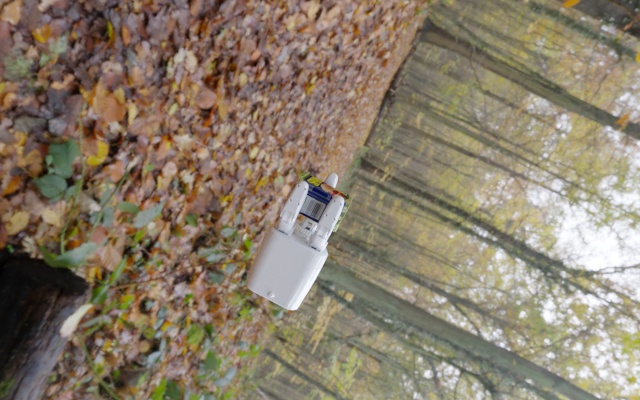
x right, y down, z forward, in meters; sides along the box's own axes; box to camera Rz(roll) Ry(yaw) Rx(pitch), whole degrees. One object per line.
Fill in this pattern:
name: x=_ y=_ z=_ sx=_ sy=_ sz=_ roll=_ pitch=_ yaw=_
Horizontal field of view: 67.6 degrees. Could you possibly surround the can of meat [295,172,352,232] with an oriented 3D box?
can of meat: x=0.000 y=0.002 z=0.736 sx=0.084 sy=0.057 sz=0.102 roll=27 pitch=10 yaw=2
